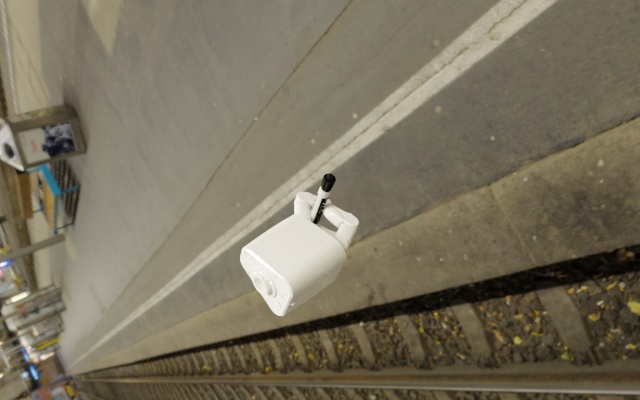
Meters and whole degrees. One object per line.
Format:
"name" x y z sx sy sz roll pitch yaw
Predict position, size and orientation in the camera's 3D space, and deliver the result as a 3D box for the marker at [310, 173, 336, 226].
"marker" 0.000 0.002 0.722 0.020 0.020 0.121 0 -38 -18
